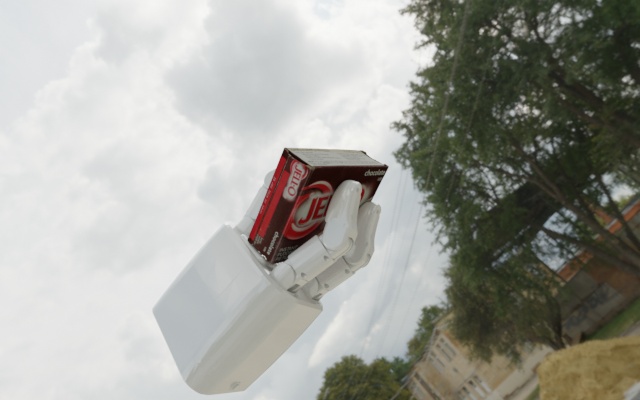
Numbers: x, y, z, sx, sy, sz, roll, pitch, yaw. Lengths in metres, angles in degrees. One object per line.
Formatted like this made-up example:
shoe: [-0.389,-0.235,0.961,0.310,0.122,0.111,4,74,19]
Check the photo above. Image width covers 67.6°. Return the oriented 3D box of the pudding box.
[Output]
pudding box: [0.000,0.001,0.413,0.039,0.090,0.113,38,26,28]
